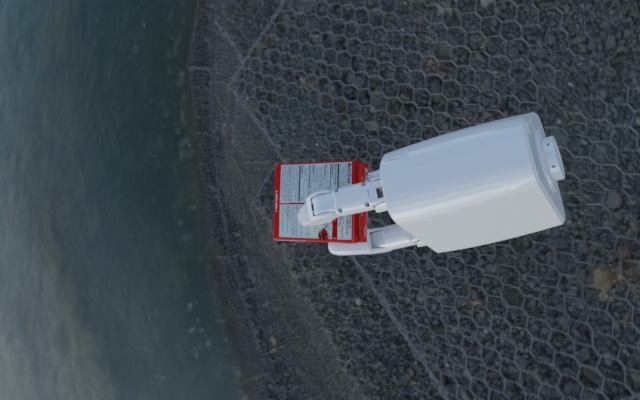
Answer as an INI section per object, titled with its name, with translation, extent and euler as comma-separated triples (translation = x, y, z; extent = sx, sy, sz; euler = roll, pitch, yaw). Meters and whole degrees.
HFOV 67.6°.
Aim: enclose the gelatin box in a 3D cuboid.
[gelatin box]
translation = 0.000, 0.001, 0.442
extent = 0.089, 0.073, 0.030
euler = 0, -2, 30
